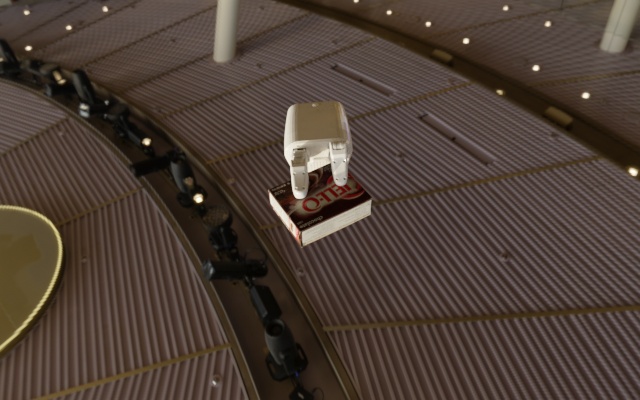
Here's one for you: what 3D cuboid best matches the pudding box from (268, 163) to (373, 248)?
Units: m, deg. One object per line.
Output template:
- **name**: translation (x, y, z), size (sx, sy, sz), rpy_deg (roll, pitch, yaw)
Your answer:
- **pudding box**: translation (0.000, 0.002, 0.642), size (0.113, 0.039, 0.090), rpy_deg (-26, 49, -18)
